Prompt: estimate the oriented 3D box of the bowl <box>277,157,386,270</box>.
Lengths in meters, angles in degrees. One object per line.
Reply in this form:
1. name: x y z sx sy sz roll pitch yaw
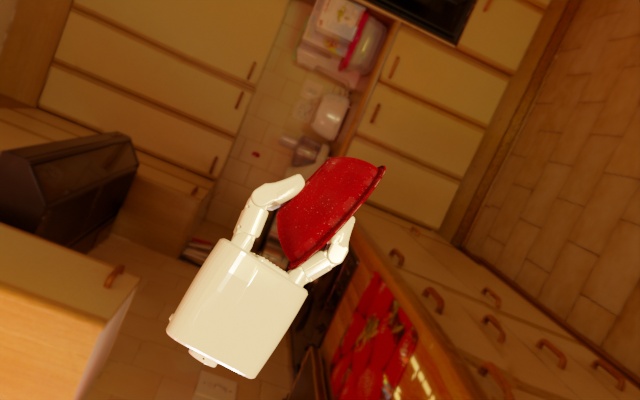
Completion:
1. bowl: 0.001 0.001 0.549 0.055 0.162 0.162 43 -4 -4
